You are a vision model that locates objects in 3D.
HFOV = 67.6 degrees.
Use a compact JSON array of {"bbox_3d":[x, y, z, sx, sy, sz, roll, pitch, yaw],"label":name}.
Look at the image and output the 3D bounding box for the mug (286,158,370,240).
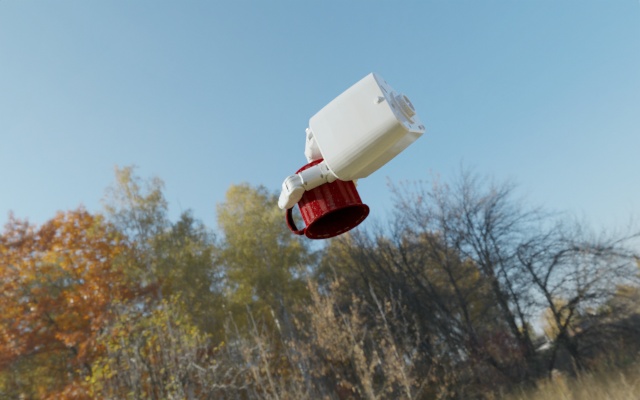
[{"bbox_3d":[-0.001,0.003,0.655,0.117,0.081,0.093,-34,-27,24],"label":"mug"}]
